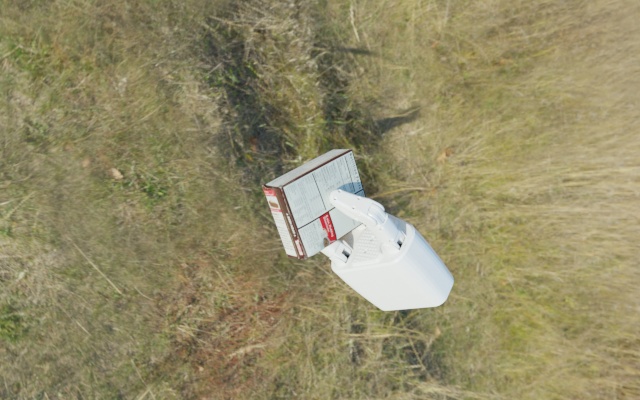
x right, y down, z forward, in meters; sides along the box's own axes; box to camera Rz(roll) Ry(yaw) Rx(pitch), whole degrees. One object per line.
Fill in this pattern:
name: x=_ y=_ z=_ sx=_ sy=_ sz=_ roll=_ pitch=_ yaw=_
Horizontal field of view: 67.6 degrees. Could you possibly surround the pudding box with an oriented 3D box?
pudding box: x=0.000 y=0.002 z=0.539 sx=0.113 sy=0.090 sz=0.039 roll=-31 pitch=20 yaw=-36
